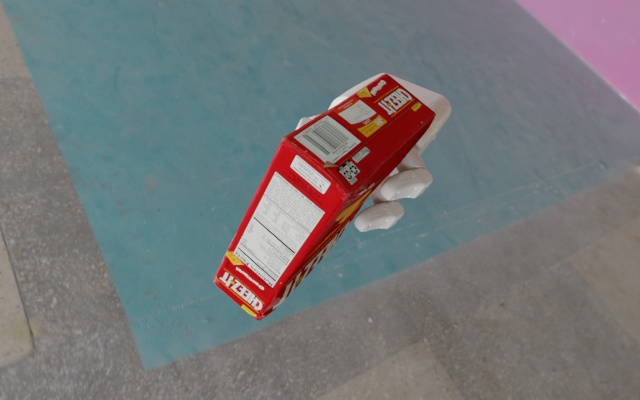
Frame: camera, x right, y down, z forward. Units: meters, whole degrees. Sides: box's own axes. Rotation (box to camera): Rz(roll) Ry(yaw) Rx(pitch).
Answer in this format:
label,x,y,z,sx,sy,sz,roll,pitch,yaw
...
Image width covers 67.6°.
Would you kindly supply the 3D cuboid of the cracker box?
label,x,y,z,sx,sy,sz,roll,pitch,yaw
cracker box,0.000,0.001,0.457,0.164,0.072,0.214,-41,-11,-44
